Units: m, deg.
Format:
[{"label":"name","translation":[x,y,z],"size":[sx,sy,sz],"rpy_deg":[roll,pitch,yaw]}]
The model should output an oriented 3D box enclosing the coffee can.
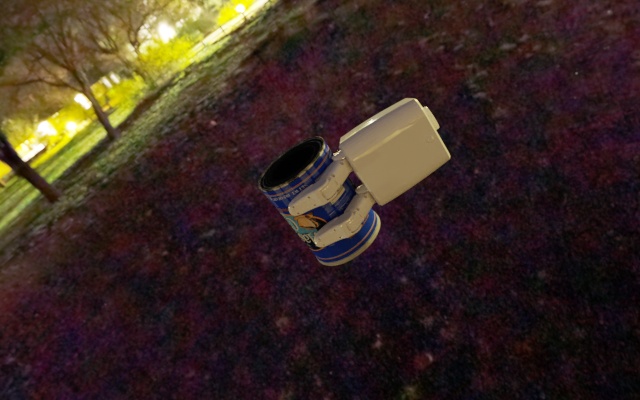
[{"label":"coffee can","translation":[0.000,0.002,0.631],"size":[0.103,0.140,0.102],"rpy_deg":[-30,26,16]}]
